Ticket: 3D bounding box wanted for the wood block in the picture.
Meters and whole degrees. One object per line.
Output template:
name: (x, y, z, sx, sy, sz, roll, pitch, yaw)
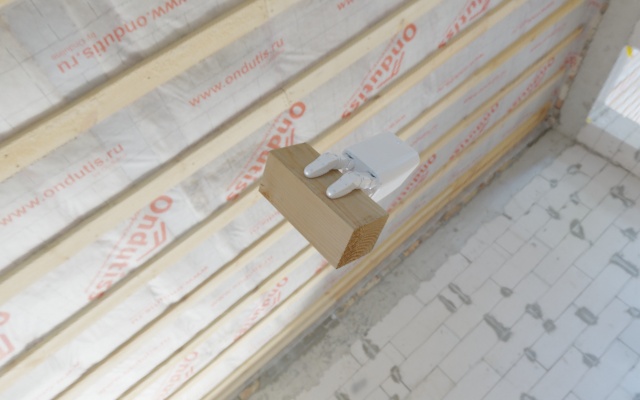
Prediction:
wood block: (0.000, 0.003, 0.792, 0.090, 0.091, 0.206, -20, 52, -41)
